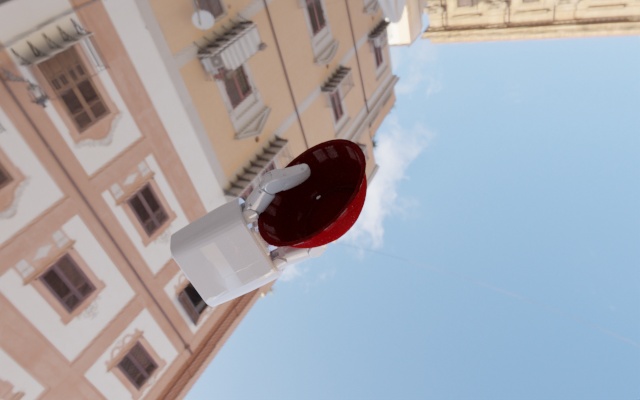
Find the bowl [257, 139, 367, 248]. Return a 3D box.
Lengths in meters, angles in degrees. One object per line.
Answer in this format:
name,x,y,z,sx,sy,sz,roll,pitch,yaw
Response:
bowl,0.001,0.002,0.591,0.162,0.162,0.055,0,-35,46
